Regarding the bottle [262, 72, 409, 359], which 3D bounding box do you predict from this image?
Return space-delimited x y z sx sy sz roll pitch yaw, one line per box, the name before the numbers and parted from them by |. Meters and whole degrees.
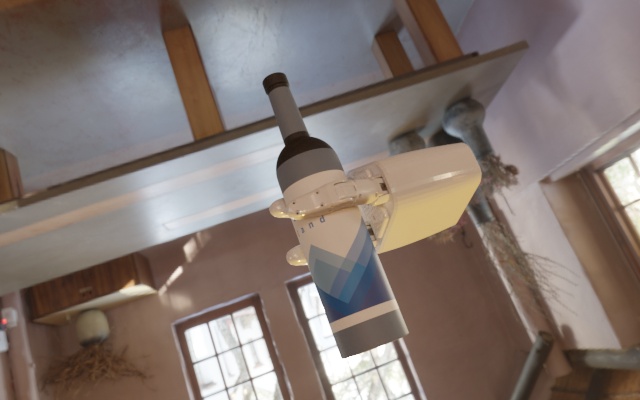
bottle | 0.000 0.002 0.477 0.069 0.295 0.069 -19 -16 -6
